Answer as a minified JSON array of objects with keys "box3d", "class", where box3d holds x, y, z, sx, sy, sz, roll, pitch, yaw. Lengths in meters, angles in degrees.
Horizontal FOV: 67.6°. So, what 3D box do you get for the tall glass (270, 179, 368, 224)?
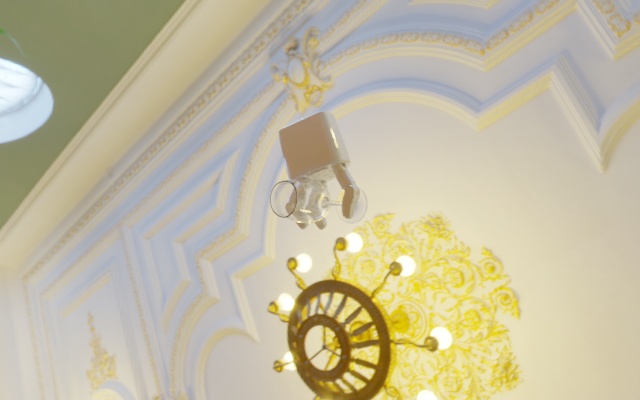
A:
[{"box3d":[0.001,0.003,0.860,0.079,0.079,0.201,0,-3,38],"class":"tall glass"}]
